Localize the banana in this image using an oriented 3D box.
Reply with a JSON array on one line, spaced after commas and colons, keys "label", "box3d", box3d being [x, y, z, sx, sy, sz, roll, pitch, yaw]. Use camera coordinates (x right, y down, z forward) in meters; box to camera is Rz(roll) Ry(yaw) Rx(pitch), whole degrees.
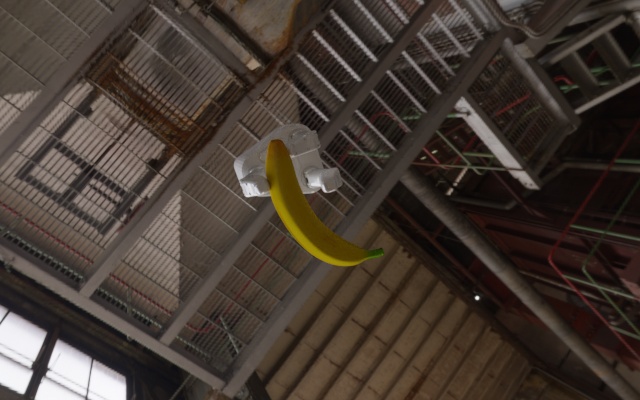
[{"label": "banana", "box3d": [-0.011, 0.017, 0.577, 0.198, 0.069, 0.037, 46, -4, -16]}]
